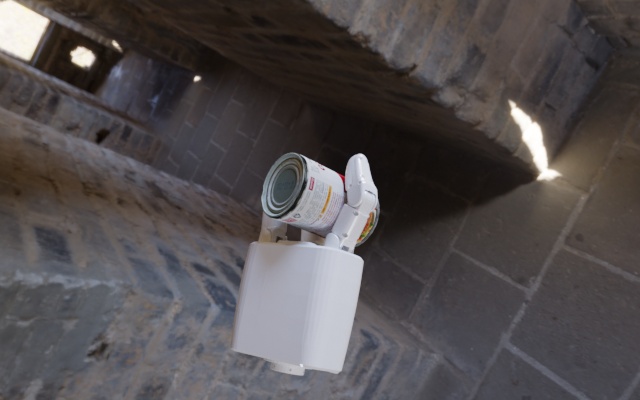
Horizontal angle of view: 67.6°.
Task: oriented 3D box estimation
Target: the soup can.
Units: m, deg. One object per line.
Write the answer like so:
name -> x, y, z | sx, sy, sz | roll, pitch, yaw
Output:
soup can -> 0.000, 0.001, 0.477 | 0.102, 0.068, 0.068 | 24, -15, -37
